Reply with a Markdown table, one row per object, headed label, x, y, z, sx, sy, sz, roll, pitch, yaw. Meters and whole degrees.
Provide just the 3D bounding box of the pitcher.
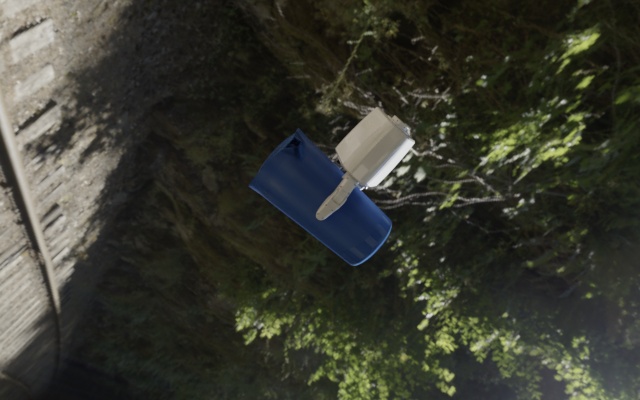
| label | x | y | z | sx | sy | sz | roll | pitch | yaw |
| --- | --- | --- | --- | --- | --- | --- | --- | --- | --- |
| pitcher | 0.000 | 0.003 | 0.847 | 0.243 | 0.145 | 0.149 | 42 | 13 | -6 |
